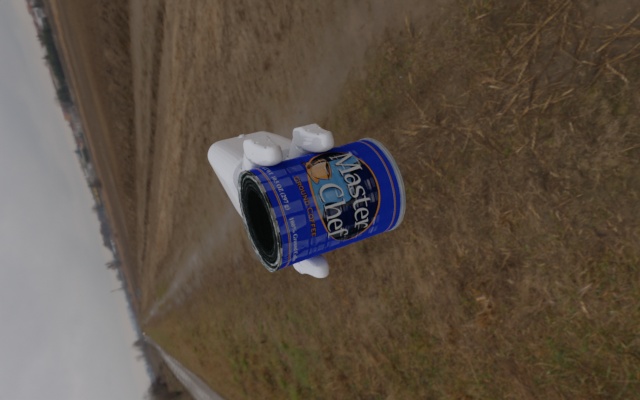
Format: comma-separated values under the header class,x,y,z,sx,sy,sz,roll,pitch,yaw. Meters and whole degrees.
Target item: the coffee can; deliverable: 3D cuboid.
class,x,y,z,sx,sy,sz,roll,pitch,yaw
coffee can,0.000,0.002,0.486,0.140,0.103,0.103,-17,7,-23
